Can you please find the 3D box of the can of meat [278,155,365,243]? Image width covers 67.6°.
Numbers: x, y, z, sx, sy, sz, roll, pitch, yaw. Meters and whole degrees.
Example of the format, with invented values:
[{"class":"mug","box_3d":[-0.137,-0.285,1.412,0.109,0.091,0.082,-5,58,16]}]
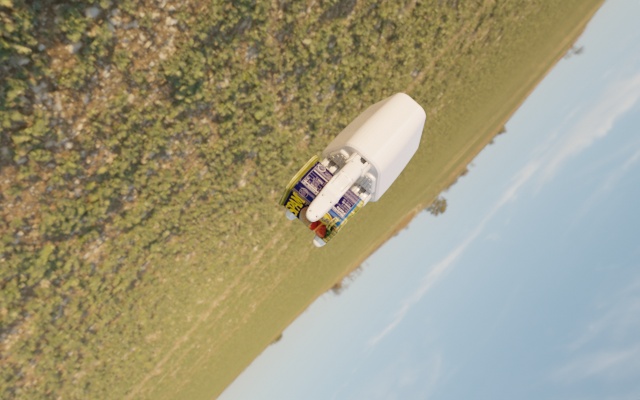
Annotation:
[{"class":"can of meat","box_3d":[0.000,0.002,0.608,0.084,0.057,0.102,41,-21,2]}]
